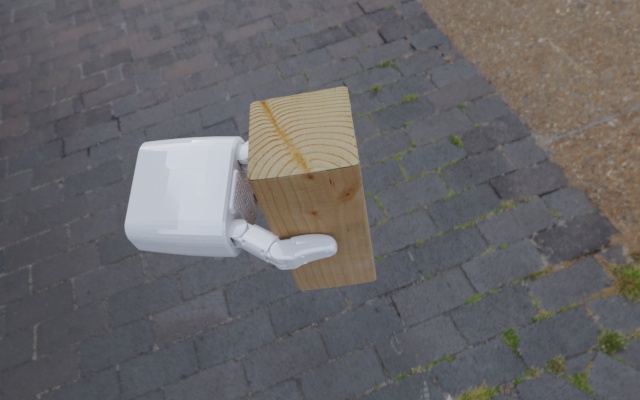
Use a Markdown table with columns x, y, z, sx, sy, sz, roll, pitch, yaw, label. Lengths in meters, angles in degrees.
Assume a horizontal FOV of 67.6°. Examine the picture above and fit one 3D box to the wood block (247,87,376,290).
| x | y | z | sx | sy | sz | roll | pitch | yaw | label |
| --- | --- | --- | --- | --- | --- | --- | --- | --- | --- |
| 0.000 | 0.002 | 0.473 | 0.090 | 0.090 | 0.206 | -8 | -35 | 6 | wood block |
